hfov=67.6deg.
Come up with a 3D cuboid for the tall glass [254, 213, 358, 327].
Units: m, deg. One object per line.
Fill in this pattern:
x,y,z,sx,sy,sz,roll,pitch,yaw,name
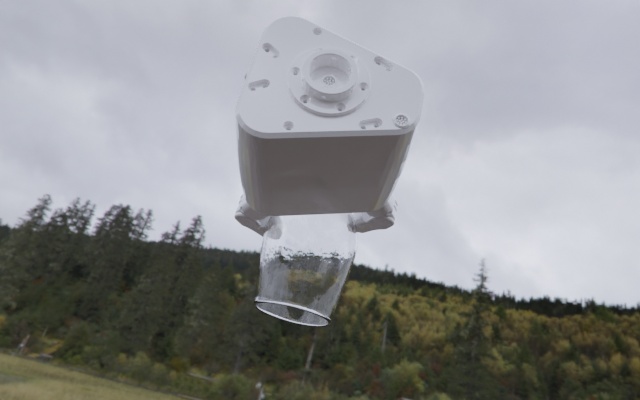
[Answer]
0.000,0.001,0.412,0.079,0.201,0.079,12,-25,5,tall glass
